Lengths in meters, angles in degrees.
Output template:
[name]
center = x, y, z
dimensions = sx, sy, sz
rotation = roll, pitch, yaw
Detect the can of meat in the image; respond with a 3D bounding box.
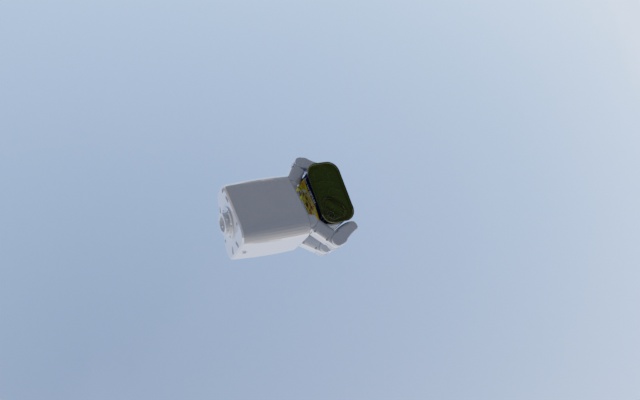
[can of meat]
center = 0.000, 0.003, 0.768
dimensions = 0.057, 0.102, 0.084
rotation = -11, -19, -29
